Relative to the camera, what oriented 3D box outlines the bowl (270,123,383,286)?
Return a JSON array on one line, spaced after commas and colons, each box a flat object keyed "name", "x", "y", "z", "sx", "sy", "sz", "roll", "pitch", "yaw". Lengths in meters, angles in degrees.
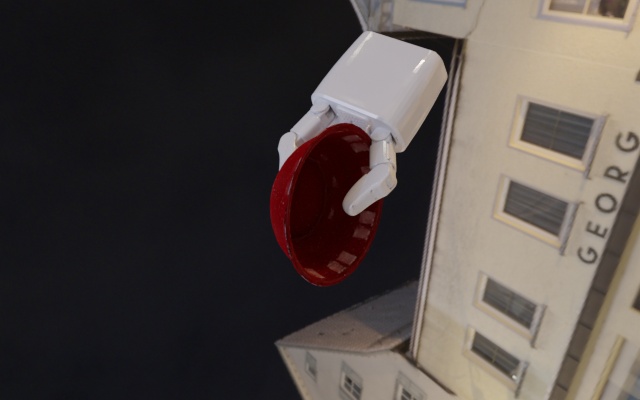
[{"name": "bowl", "x": -0.001, "y": 0.002, "z": 0.483, "sx": 0.055, "sy": 0.162, "sz": 0.162, "roll": 11, "pitch": 6, "yaw": 37}]
